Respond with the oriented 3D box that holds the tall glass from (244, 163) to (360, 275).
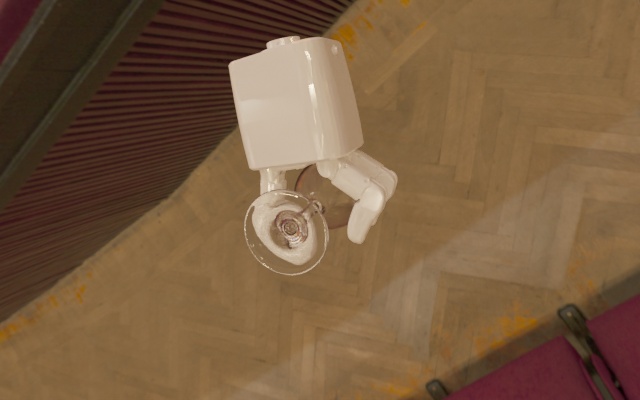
[{"bbox_3d":[0.000,0.002,0.482,0.079,0.079,0.201,0,14,18],"label":"tall glass"}]
